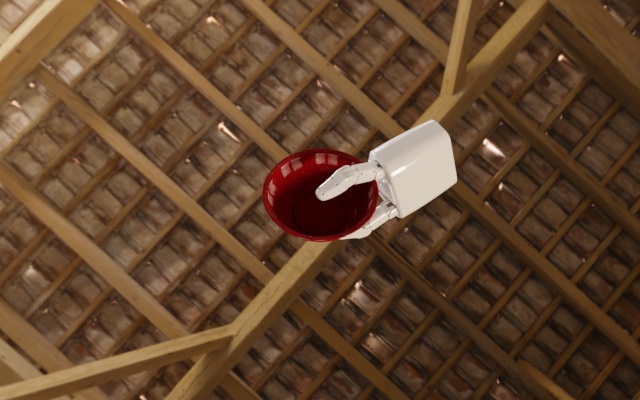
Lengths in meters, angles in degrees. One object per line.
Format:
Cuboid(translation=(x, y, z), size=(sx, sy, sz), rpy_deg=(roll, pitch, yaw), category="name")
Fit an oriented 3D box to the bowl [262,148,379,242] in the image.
Cuboid(translation=(-0.001, 0.003, 0.681), size=(0.162, 0.162, 0.055), rpy_deg=(0, -37, 0), category="bowl")
